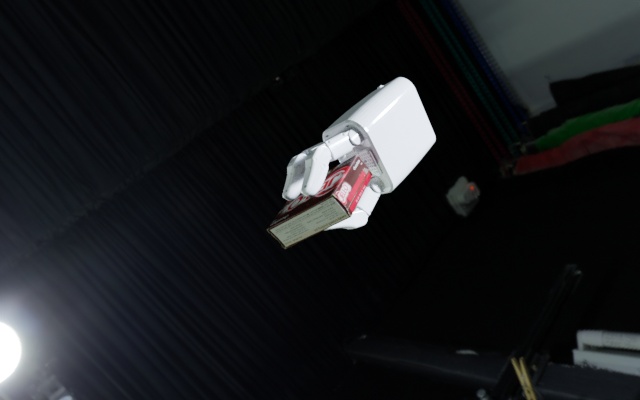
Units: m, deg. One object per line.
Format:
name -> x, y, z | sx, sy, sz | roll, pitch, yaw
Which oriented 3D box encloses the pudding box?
pudding box -> 0.000, 0.002, 0.569 | 0.113, 0.039, 0.090 | -31, 16, 37
